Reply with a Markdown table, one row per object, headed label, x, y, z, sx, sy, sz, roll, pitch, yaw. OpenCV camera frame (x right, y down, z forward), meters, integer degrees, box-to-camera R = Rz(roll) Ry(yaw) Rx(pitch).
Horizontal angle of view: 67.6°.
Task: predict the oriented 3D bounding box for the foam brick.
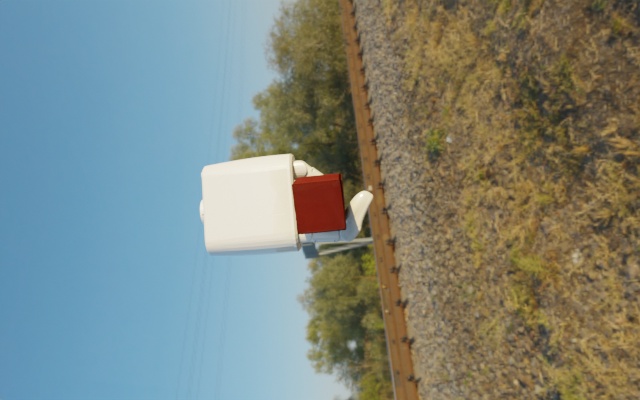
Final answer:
| label | x | y | z | sx | sy | sz | roll | pitch | yaw |
| --- | --- | --- | --- | --- | --- | --- | --- | --- | --- |
| foam brick | 0.000 | 0.002 | 0.512 | 0.051 | 0.053 | 0.078 | -5 | 8 | 3 |
